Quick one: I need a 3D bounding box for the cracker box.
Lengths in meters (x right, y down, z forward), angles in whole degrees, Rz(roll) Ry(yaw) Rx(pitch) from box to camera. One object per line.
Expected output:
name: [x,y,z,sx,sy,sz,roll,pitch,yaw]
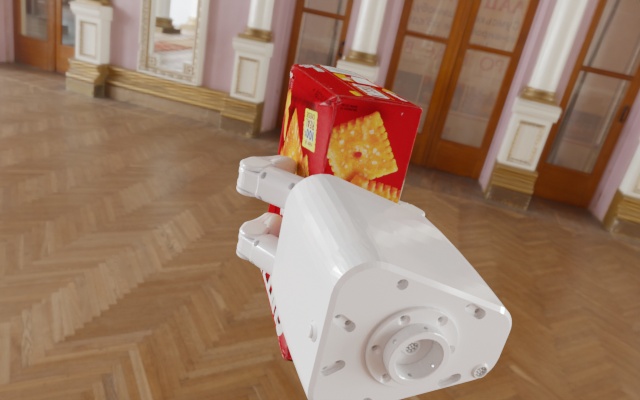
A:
cracker box: [0.000,0.001,0.414,0.072,0.214,0.164,6,22,-17]
